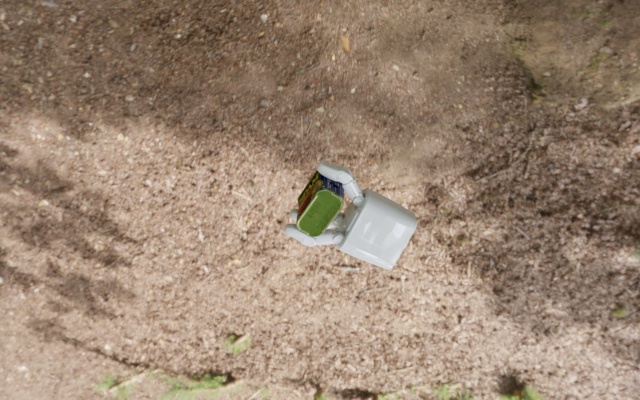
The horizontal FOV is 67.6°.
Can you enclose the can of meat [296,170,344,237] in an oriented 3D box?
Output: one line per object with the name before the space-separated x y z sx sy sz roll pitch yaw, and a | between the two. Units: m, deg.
can of meat | 0.000 0.003 0.828 0.057 0.102 0.084 28 28 -14
